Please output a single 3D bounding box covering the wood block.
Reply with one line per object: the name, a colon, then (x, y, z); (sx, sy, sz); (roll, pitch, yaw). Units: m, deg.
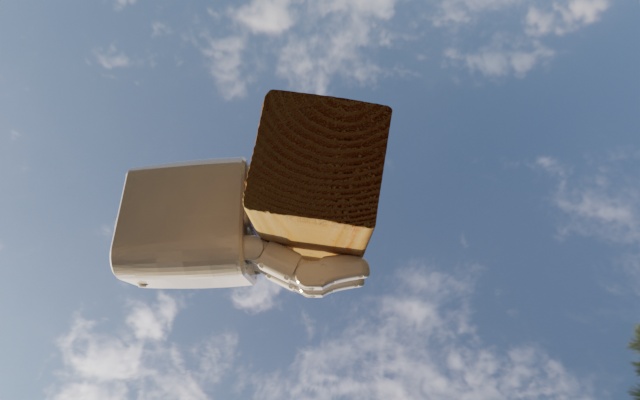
wood block: (0.000, 0.001, 0.413); (0.090, 0.090, 0.206); (9, -17, 3)
